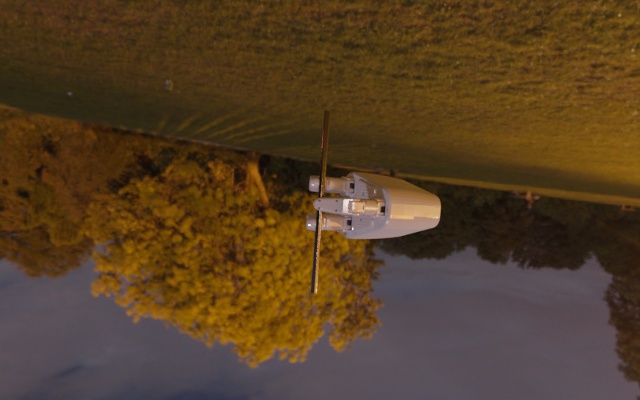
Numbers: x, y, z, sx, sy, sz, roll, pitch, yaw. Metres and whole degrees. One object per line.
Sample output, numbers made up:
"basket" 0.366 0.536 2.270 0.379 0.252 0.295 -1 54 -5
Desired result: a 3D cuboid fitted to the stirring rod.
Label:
"stirring rod" 0.000 0.002 0.630 0.011 0.239 0.011 4 1 0
